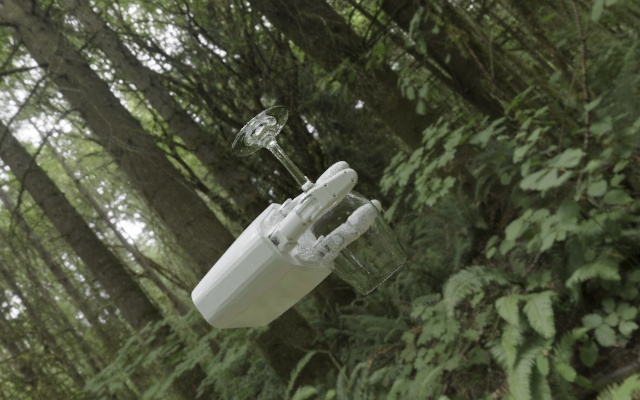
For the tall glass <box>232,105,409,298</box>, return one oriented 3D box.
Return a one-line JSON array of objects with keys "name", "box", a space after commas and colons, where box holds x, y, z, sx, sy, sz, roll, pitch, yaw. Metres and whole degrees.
[{"name": "tall glass", "box": [0.000, 0.001, 0.484, 0.079, 0.201, 0.079, -39, -11, -9]}]
